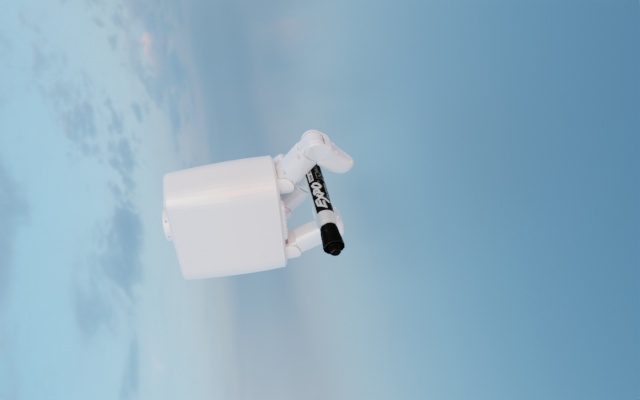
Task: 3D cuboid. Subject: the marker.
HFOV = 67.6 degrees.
[{"bbox_3d":[0.000,0.001,0.438,0.020,0.121,0.020,-9,-43,-8],"label":"marker"}]
